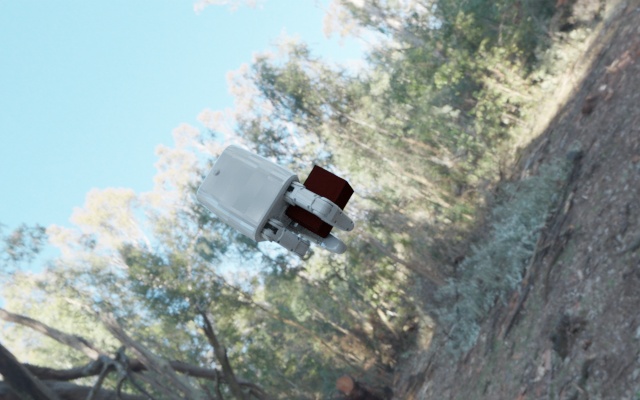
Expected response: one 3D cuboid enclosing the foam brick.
[{"bbox_3d":[0.000,0.002,0.627,0.051,0.078,0.053,29,-7,20],"label":"foam brick"}]
